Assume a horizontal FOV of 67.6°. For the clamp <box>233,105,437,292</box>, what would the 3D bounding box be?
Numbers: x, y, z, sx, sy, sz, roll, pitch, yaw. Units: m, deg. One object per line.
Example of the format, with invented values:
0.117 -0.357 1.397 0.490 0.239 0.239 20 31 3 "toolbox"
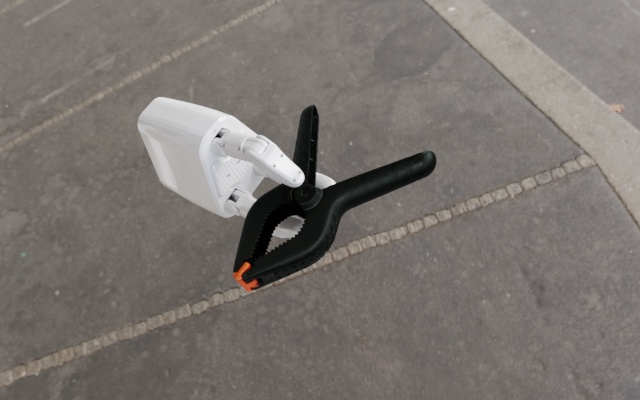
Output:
-0.001 0.001 0.455 0.164 0.210 0.036 20 -24 31 "clamp"
